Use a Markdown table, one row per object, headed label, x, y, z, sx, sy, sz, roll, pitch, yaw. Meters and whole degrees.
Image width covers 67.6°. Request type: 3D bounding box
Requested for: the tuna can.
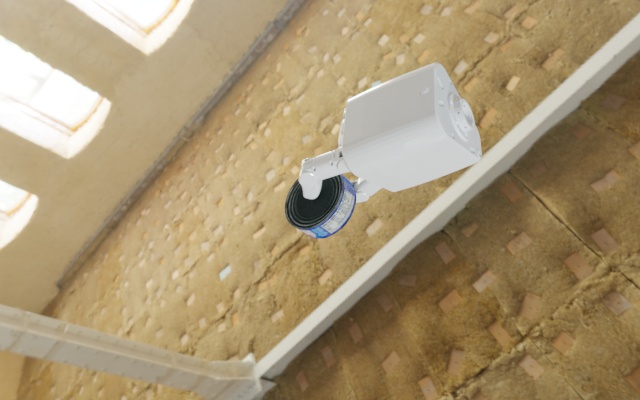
| label | x | y | z | sx | sy | sz | roll | pitch | yaw |
| --- | --- | --- | --- | --- | --- | --- | --- | --- | --- |
| tuna can | 0.000 | 0.002 | 0.578 | 0.086 | 0.086 | 0.034 | 0 | -26 | 41 |
